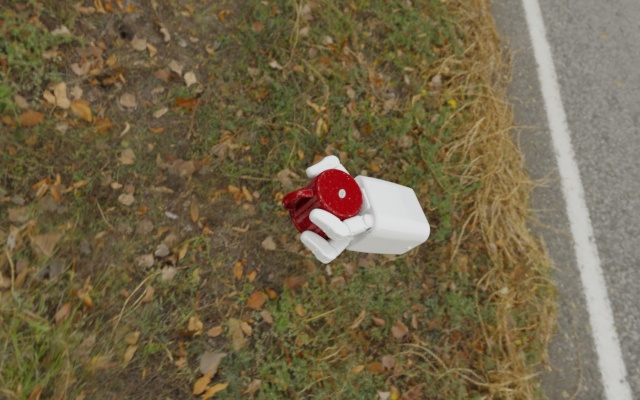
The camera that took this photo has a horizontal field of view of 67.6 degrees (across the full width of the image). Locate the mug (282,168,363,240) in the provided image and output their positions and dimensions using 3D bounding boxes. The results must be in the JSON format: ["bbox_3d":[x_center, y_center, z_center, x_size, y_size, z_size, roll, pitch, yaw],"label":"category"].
[{"bbox_3d":[-0.001,0.002,0.716,0.117,0.093,0.081,9,-29,-28],"label":"mug"}]
